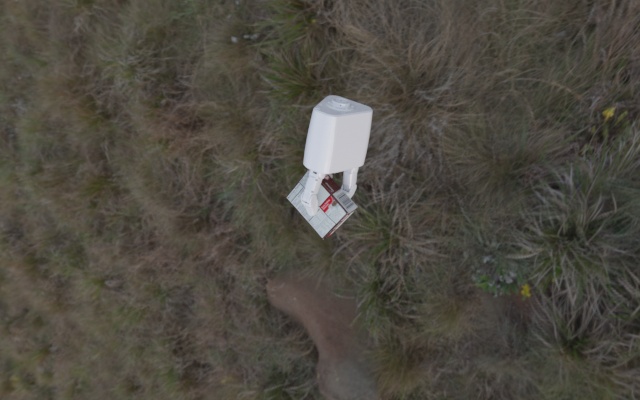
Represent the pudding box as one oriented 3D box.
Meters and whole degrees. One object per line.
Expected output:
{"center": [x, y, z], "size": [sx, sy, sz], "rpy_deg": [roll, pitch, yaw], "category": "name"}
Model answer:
{"center": [0.000, 0.003, 0.890], "size": [0.039, 0.113, 0.090], "rpy_deg": [-30, -14, -49], "category": "pudding box"}
